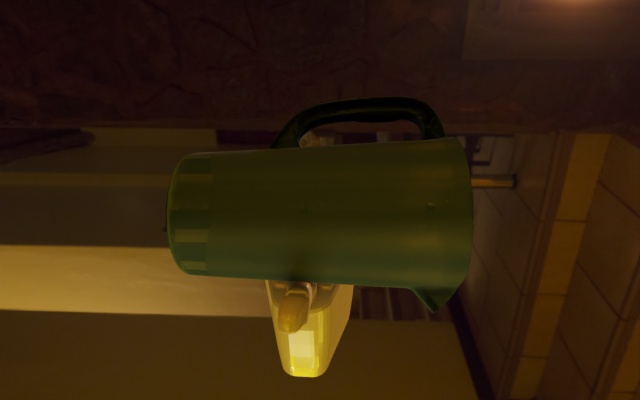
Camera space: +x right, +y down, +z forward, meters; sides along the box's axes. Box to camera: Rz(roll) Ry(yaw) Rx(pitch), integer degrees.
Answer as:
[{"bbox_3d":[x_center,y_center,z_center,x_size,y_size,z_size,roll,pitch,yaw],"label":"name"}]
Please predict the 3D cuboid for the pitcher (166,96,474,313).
[{"bbox_3d":[0.000,0.002,0.420,0.243,0.145,0.149,0,35,2],"label":"pitcher"}]
